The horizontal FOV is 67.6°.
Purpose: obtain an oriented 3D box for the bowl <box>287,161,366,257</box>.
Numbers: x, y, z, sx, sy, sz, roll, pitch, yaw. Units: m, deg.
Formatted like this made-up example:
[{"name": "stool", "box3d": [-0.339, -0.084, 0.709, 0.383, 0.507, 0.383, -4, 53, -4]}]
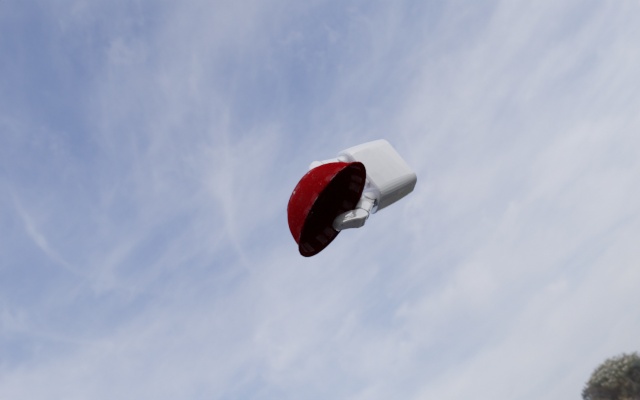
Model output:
[{"name": "bowl", "box3d": [-0.001, 0.002, 0.704, 0.055, 0.162, 0.162, 32, 13, 22]}]
